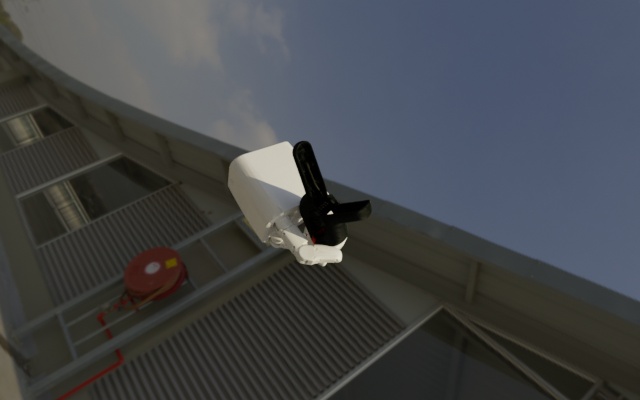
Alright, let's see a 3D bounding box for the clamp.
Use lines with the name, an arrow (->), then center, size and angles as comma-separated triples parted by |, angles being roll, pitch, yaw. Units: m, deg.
clamp -> 0.001, 0.002, 0.598 | 0.039, 0.120, 0.171 | -30, -15, -24
